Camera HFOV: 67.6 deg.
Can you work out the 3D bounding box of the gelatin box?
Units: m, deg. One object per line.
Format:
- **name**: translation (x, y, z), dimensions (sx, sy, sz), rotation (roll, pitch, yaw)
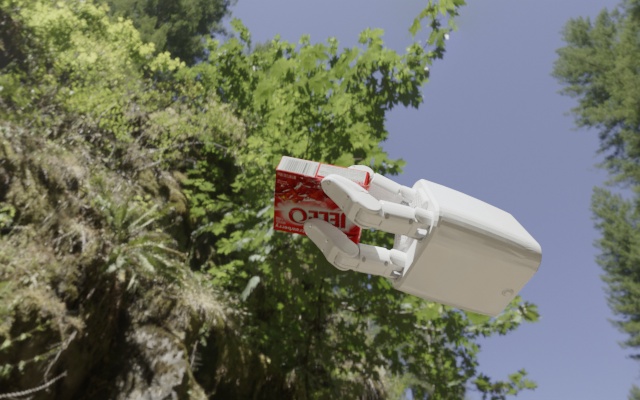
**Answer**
- **gelatin box**: translation (0.000, 0.001, 0.467), dimensions (0.089, 0.073, 0.030), rotation (11, 37, 6)
